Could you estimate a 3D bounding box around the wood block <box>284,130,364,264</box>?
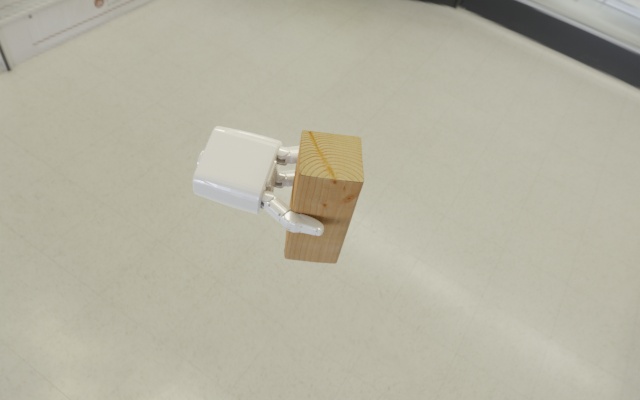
[{"bbox_3d":[0.000,0.003,0.738,0.090,0.090,0.206,6,-40,-6],"label":"wood block"}]
